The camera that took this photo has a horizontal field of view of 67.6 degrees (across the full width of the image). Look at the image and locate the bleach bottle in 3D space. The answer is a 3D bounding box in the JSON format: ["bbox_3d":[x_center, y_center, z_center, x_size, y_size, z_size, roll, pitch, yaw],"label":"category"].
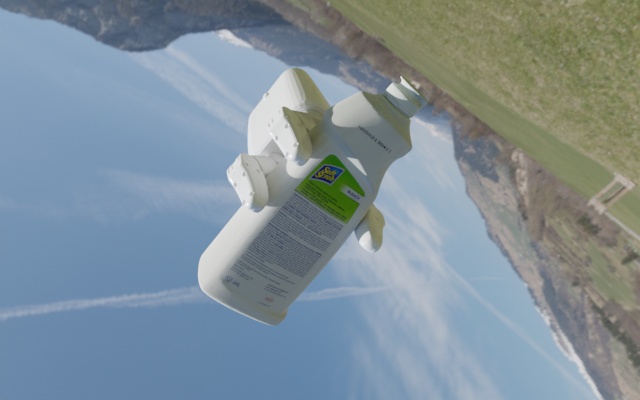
[{"bbox_3d":[0.000,0.001,0.423,0.102,0.251,0.068,32,23,-27],"label":"bleach bottle"}]
